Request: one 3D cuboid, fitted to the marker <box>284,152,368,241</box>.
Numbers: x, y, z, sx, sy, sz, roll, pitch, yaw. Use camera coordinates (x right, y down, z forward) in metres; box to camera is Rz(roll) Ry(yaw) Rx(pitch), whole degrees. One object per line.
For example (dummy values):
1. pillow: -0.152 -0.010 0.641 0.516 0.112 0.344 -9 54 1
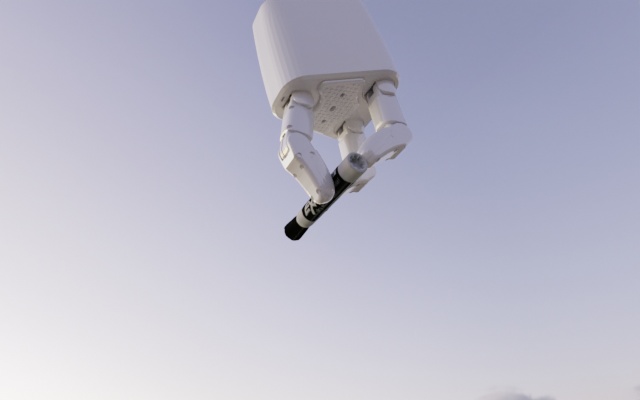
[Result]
1. marker: 0.000 0.001 0.404 0.020 0.020 0.121 0 -31 -33
